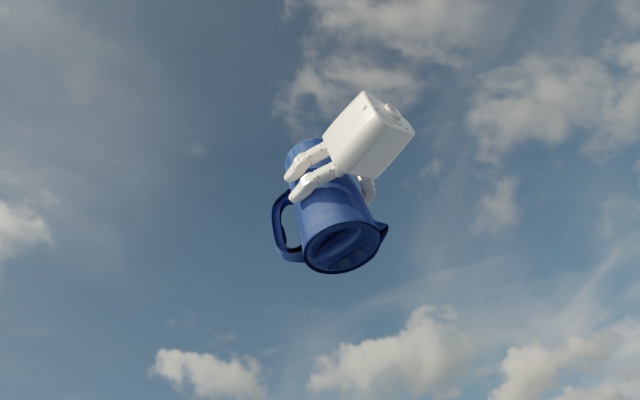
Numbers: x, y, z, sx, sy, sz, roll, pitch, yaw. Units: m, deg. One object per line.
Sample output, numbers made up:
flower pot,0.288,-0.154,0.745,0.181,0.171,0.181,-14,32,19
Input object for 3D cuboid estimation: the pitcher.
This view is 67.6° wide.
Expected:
pitcher,0.000,0.003,0.850,0.149,0.242,0.145,19,-55,-34
